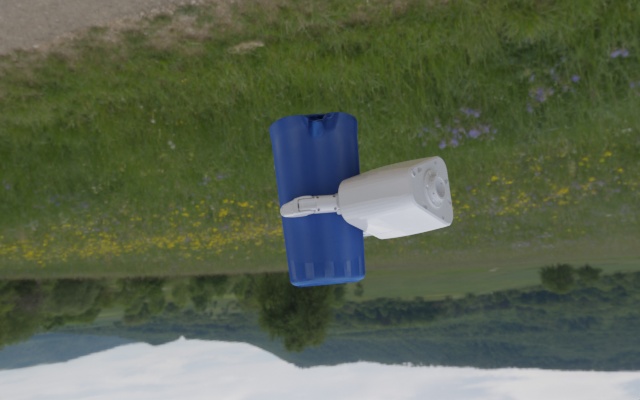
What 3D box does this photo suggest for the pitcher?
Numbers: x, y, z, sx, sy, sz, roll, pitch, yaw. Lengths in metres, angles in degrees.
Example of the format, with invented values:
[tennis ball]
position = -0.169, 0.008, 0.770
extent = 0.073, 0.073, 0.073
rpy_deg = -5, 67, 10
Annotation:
[pitcher]
position = 0.000, 0.002, 0.711
extent = 0.145, 0.242, 0.149
rpy_deg = -13, -13, 40
